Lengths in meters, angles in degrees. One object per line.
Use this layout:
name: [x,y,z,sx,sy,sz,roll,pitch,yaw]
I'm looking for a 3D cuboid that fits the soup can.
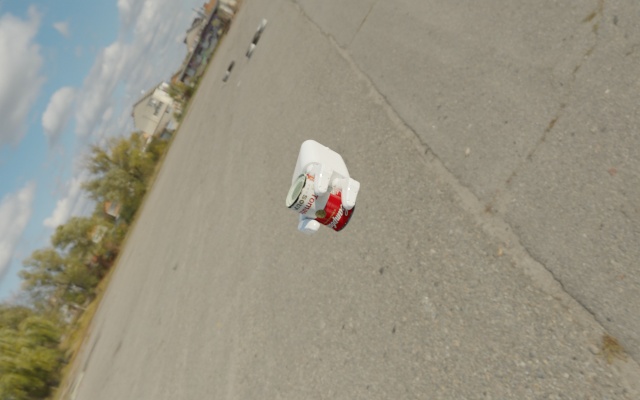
soup can: [0.000,0.003,0.824,0.102,0.068,0.068,27,-9,-19]
